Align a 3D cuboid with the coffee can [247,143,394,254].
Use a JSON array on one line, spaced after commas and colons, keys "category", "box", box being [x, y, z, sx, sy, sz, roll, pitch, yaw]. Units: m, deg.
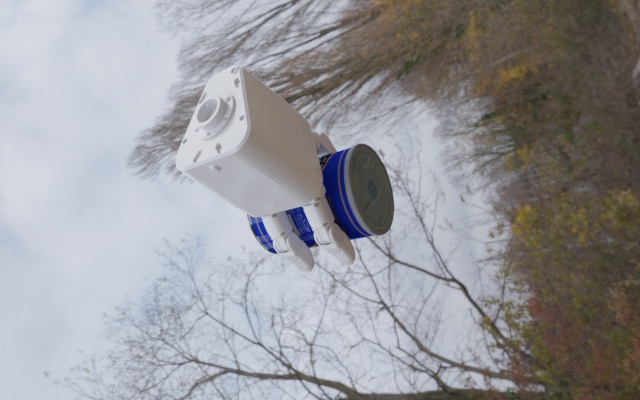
[{"category": "coffee can", "box": [0.000, 0.002, 0.554, 0.140, 0.103, 0.103, -14, -8, 31]}]
